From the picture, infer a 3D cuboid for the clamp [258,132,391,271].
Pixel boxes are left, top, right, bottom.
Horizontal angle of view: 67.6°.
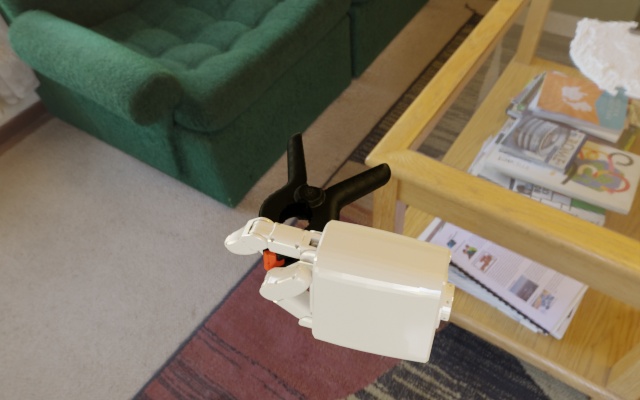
[{"bbox_3d":[0.000,0.001,0.482,0.120,0.171,0.039,11,-37,14],"label":"clamp"}]
